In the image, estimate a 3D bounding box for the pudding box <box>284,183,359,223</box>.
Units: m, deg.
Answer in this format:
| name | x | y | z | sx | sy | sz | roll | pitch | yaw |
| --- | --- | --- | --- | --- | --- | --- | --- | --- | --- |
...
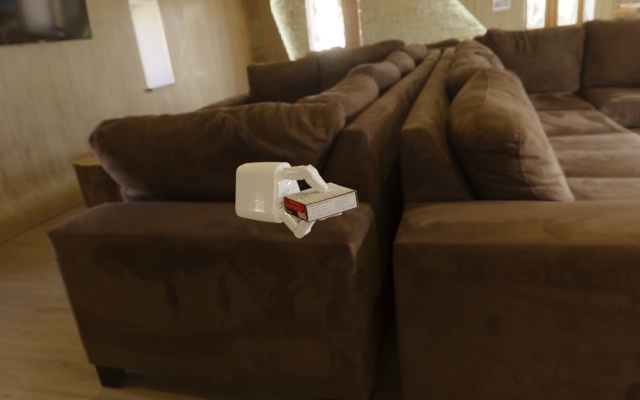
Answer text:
| name | x | y | z | sx | sy | sz | roll | pitch | yaw |
| --- | --- | --- | --- | --- | --- | --- | --- | --- | --- |
| pudding box | 0.000 | 0.003 | 0.897 | 0.113 | 0.039 | 0.090 | -18 | 20 | -26 |
